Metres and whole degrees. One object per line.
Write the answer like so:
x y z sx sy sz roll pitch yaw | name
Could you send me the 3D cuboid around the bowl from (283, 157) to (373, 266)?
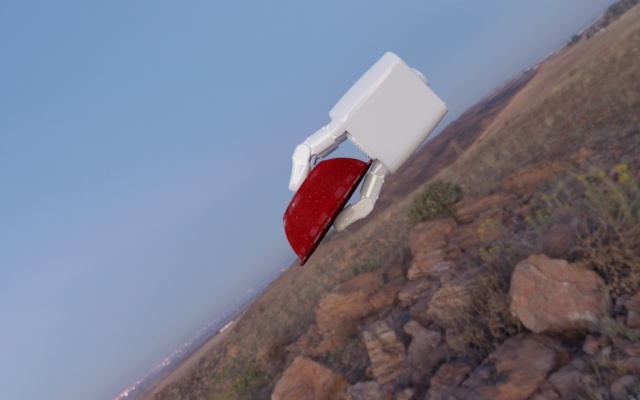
-0.001 0.003 0.604 0.055 0.162 0.162 33 3 4 | bowl
